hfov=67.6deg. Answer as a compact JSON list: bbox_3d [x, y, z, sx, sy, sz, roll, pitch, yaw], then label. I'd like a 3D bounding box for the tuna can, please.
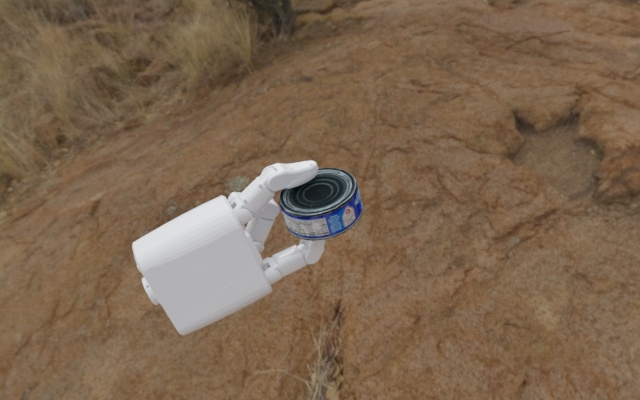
[{"bbox_3d":[0.000,0.001,0.505,0.086,0.034,0.086,-10,36,7],"label":"tuna can"}]
